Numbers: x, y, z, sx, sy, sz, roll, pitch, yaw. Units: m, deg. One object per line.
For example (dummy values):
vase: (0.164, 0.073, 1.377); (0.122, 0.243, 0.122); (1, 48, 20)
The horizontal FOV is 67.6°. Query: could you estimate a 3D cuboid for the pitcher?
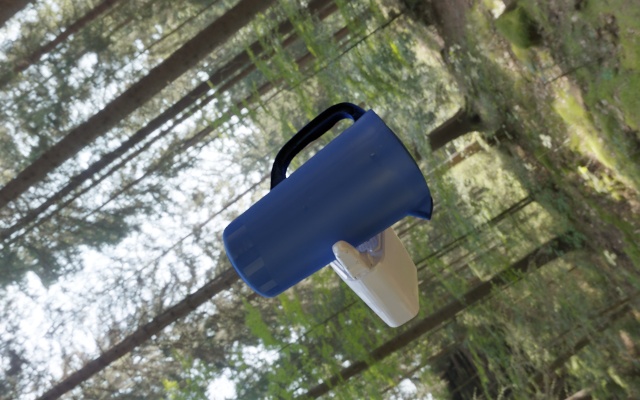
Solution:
pitcher: (0.000, 0.002, 0.585); (0.243, 0.145, 0.149); (-35, 25, 7)
